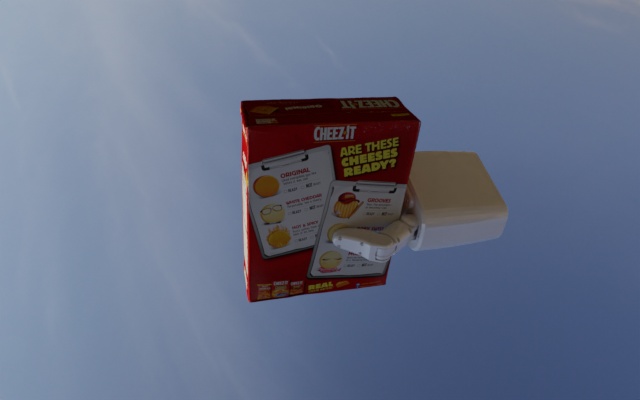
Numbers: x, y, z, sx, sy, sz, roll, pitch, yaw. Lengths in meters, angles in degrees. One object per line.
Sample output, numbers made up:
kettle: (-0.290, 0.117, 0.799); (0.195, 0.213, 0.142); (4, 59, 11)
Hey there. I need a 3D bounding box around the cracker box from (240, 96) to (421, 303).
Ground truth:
cracker box: (0.000, 0.002, 0.506); (0.164, 0.214, 0.072); (-5, 35, -14)
